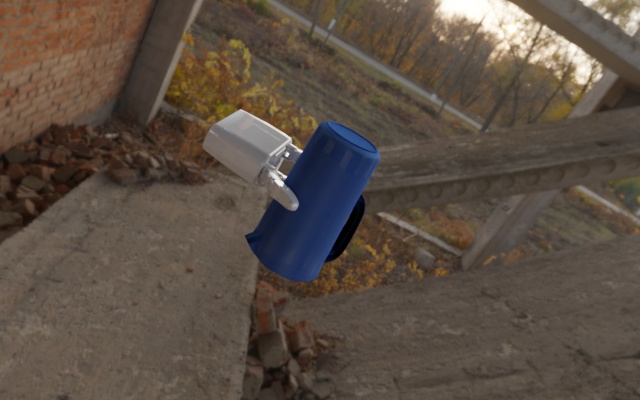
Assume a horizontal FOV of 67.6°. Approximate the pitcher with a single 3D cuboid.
[{"bbox_3d":[0.000,0.002,0.776,0.145,0.243,0.149,33,20,8],"label":"pitcher"}]
